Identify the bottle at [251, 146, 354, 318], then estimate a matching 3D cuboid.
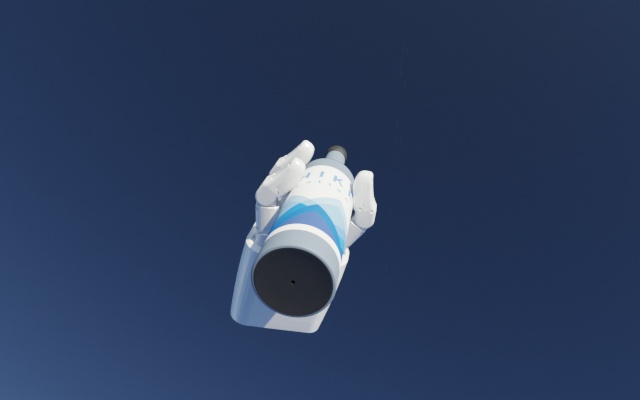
[{"bbox_3d":[0.000,0.002,0.493,0.069,0.069,0.295,0,24,9],"label":"bottle"}]
